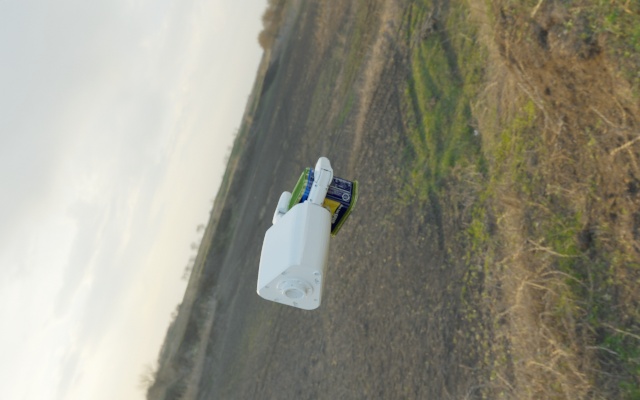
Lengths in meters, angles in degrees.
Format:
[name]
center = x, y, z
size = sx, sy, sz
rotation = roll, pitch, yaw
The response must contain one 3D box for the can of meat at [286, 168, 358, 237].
[can of meat]
center = 0.000, 0.002, 0.742
size = 0.084, 0.057, 0.102
rotation = 17, -42, -12
